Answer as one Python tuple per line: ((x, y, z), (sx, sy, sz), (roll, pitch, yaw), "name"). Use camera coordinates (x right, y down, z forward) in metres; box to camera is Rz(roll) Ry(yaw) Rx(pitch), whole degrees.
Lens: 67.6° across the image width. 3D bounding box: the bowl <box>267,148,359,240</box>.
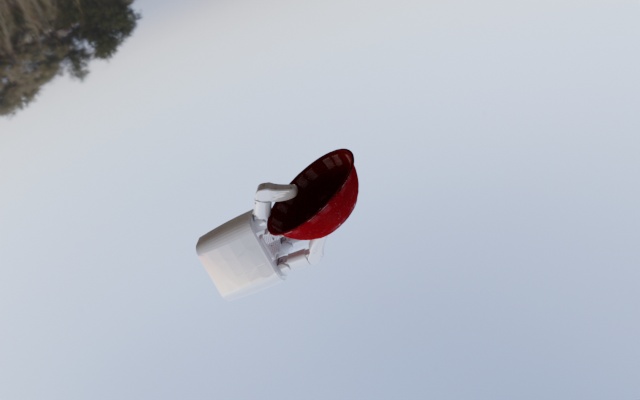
((0.001, 0.002, 0.676), (0.055, 0.162, 0.162), (45, -21, -23), "bowl")
